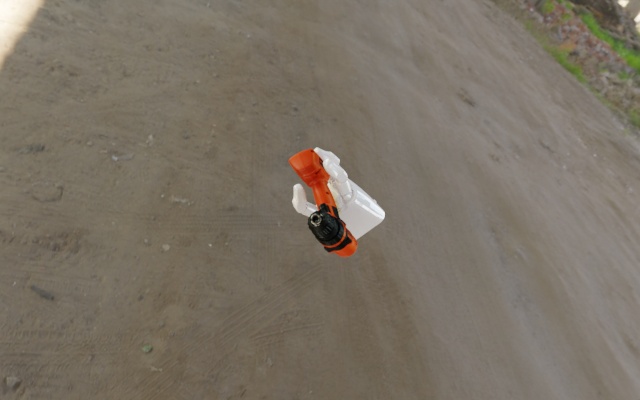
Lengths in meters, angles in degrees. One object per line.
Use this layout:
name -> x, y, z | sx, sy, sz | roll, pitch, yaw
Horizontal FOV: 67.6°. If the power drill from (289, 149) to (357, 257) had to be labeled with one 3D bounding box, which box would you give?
power drill -> 0.000, 0.003, 0.865 | 0.057, 0.187, 0.184 | -23, -26, 9
